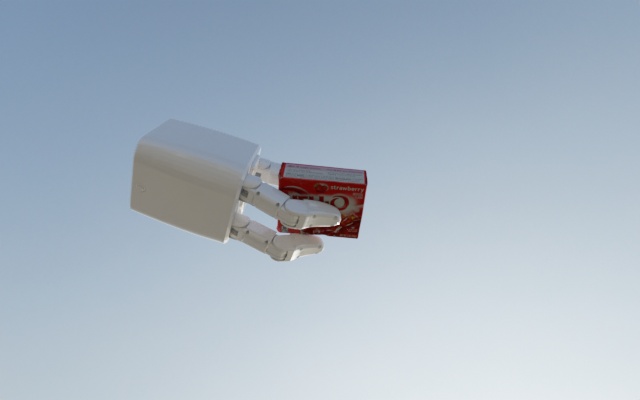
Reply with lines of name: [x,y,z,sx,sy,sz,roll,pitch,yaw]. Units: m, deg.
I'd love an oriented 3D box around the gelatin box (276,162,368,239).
gelatin box: [0.000,0.001,0.495,0.089,0.073,0.030,5,38,-1]
